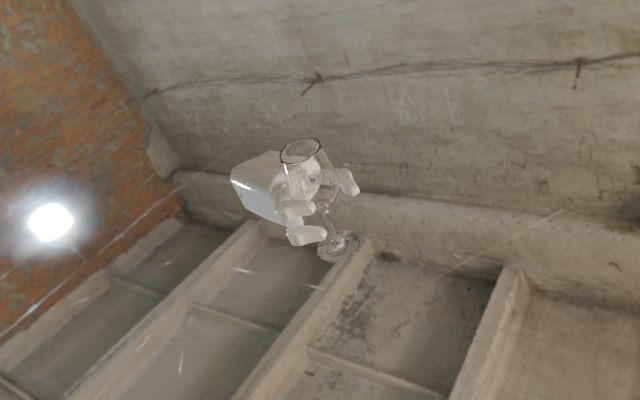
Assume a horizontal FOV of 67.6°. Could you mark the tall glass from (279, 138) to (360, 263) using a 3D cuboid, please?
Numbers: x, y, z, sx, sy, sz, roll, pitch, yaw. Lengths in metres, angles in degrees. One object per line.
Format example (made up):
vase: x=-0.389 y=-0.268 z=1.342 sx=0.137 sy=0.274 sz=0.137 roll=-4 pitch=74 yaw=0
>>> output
tall glass: x=0.000 y=0.003 z=0.736 sx=0.079 sy=0.201 sz=0.079 roll=-13 pitch=38 yaw=11
